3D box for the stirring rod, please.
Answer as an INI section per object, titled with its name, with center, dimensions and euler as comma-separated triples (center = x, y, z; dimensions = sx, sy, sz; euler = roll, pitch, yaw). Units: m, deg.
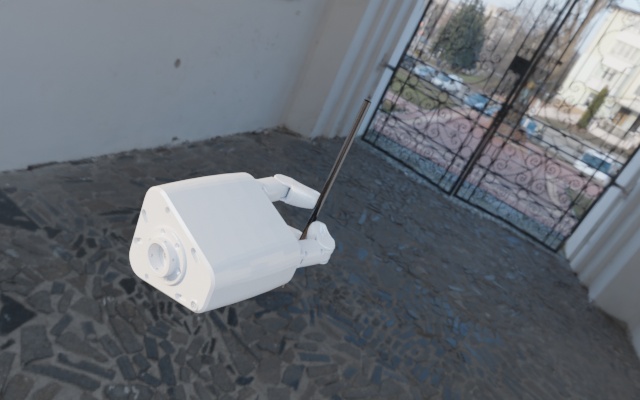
[stirring rod]
center = 0.000, 0.002, 0.519
dimensions = 0.011, 0.240, 0.011
euler = 21, 25, -10
